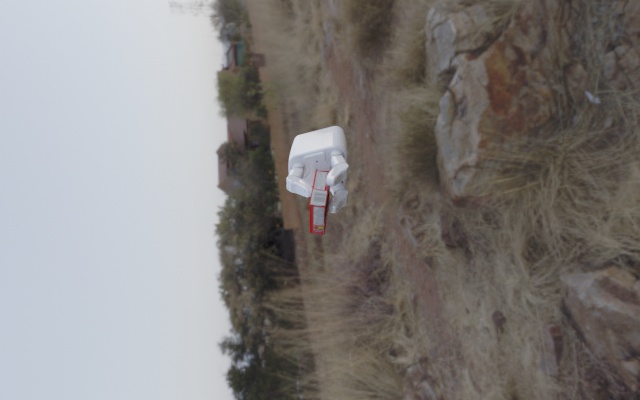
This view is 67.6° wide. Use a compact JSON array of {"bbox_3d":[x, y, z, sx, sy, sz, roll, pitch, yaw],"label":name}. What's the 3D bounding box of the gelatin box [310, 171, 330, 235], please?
[{"bbox_3d":[0.000,0.003,0.835,0.030,0.073,0.089,6,45,4],"label":"gelatin box"}]
